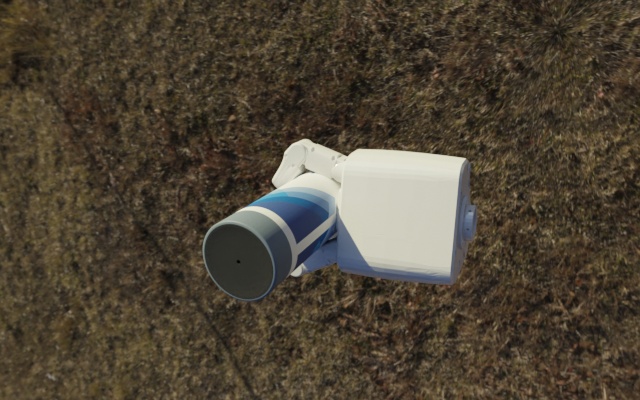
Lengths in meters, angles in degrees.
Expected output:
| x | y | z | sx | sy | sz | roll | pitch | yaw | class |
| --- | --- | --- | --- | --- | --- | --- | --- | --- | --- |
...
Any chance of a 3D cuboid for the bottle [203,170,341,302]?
| x | y | z | sx | sy | sz | roll | pitch | yaw | class |
| --- | --- | --- | --- | --- | --- | --- | --- | --- | --- |
| 0.000 | 0.002 | 0.483 | 0.069 | 0.069 | 0.295 | 0 | 18 | 26 | bottle |
